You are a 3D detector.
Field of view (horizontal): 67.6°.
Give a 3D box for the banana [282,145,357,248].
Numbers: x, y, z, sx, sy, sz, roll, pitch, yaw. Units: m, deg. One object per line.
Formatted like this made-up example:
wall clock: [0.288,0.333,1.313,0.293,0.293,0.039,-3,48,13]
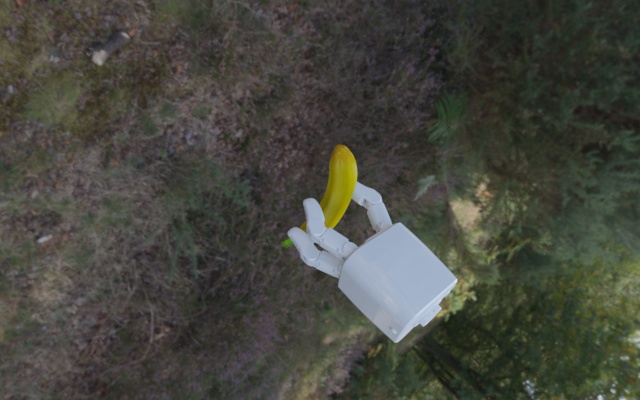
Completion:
banana: [0.012,0.000,0.655,0.069,0.198,0.037,-17,57,-43]
